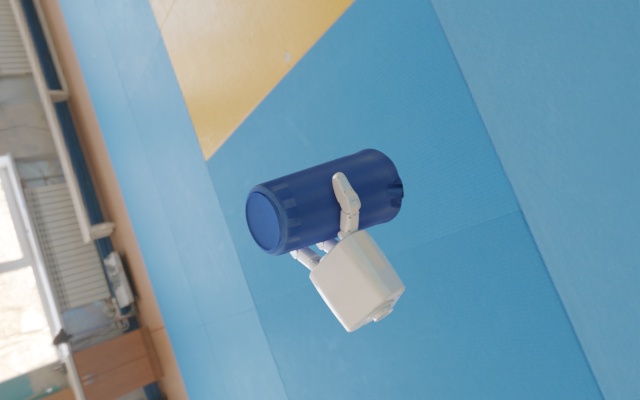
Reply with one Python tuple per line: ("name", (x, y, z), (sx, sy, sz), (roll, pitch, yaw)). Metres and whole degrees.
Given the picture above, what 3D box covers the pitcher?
("pitcher", (0.000, 0.003, 0.768), (0.243, 0.145, 0.149), (-17, -30, -38))
